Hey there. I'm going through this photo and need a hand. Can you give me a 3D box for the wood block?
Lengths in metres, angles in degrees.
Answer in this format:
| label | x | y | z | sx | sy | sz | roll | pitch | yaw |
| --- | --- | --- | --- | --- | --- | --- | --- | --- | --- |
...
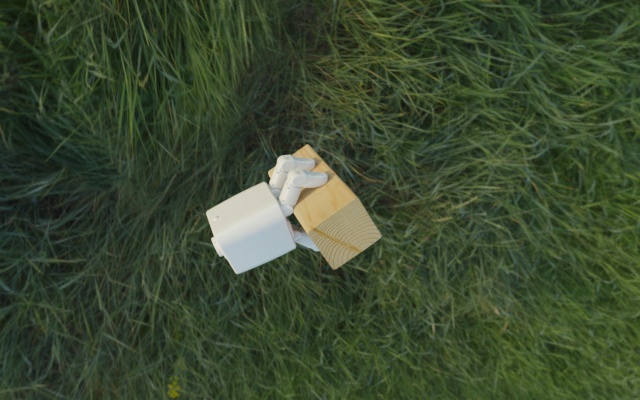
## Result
| label | x | y | z | sx | sy | sz | roll | pitch | yaw |
| --- | --- | --- | --- | --- | --- | --- | --- | --- | --- |
| wood block | 0.000 | 0.003 | 0.768 | 0.090 | 0.091 | 0.206 | -35 | 36 | -2 |
